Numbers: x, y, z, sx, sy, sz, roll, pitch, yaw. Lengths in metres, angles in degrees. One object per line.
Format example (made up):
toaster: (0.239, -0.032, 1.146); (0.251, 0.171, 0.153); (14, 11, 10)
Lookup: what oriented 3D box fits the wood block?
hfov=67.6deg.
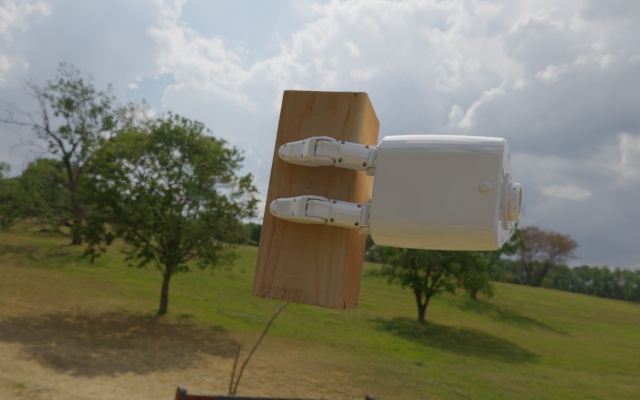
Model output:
wood block: (0.001, 0.002, 0.494); (0.090, 0.206, 0.091); (5, -10, 17)
